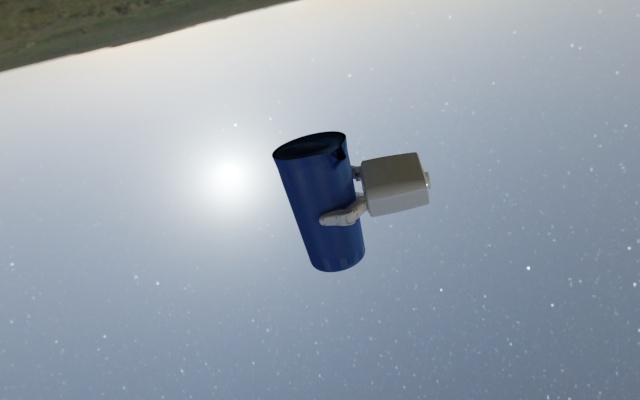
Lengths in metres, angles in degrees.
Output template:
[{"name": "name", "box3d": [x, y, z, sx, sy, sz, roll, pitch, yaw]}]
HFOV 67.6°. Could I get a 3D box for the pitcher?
[{"name": "pitcher", "box3d": [0.000, 0.003, 0.878, 0.145, 0.243, 0.149, -11, 23, 7]}]
